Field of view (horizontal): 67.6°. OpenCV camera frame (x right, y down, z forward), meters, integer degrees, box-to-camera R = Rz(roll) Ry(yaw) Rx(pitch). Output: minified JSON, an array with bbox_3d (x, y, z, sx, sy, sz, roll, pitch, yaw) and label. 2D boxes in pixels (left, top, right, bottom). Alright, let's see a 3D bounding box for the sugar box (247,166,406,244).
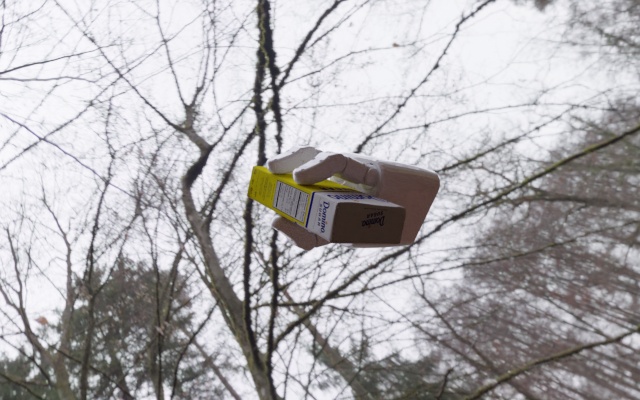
[{"bbox_3d":[0.000,0.001,0.525,0.093,0.048,0.176,5,9,-37],"label":"sugar box"}]
